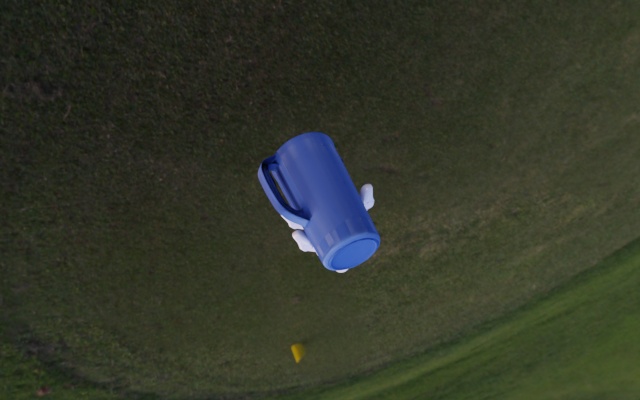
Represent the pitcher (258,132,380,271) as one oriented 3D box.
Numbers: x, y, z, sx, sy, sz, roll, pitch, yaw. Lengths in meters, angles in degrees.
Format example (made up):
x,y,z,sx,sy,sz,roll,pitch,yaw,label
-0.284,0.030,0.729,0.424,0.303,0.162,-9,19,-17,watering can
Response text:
x,y,z,sx,sy,sz,roll,pitch,yaw,label
0.000,0.003,0.866,0.149,0.242,0.145,-30,-33,4,pitcher
